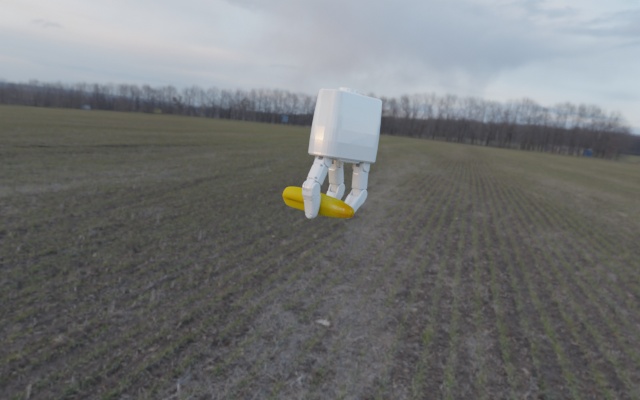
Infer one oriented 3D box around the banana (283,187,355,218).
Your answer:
[{"bbox_3d":[-0.018,0.000,0.822,0.069,0.037,0.198,8,3,-28],"label":"banana"}]
